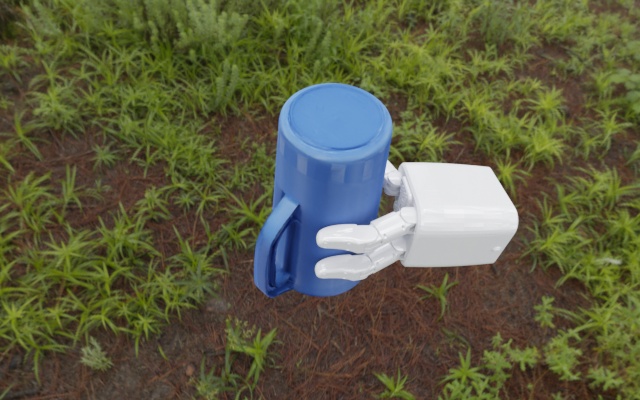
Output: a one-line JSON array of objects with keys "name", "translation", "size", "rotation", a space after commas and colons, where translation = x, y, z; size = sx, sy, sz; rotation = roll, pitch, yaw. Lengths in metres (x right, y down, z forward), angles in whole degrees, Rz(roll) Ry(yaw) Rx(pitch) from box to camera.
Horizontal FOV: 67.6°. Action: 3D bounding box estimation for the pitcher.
[{"name": "pitcher", "translation": [0.000, 0.002, 0.530], "size": [0.145, 0.149, 0.243], "rotation": [1, -38, -4]}]
